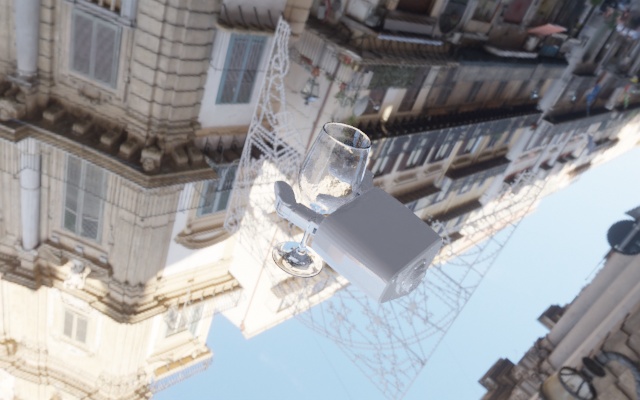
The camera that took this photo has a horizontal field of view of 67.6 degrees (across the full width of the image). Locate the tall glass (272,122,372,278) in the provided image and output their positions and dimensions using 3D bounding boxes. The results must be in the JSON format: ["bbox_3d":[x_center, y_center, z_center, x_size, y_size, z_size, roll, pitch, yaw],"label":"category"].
[{"bbox_3d":[0.000,0.002,0.612,0.079,0.201,0.079,16,31,-10],"label":"tall glass"}]
